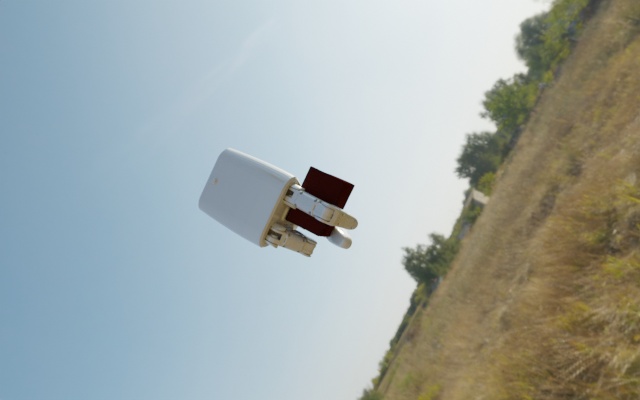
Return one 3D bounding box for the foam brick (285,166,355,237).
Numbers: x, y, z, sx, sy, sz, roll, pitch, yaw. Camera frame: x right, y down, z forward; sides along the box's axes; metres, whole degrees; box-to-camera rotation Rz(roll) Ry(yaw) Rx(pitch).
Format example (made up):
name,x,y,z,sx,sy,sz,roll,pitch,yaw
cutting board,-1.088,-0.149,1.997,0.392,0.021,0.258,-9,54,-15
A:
name,x,y,z,sx,sy,sz,roll,pitch,yaw
foam brick,0.000,0.002,0.615,0.051,0.078,0.053,27,4,18
